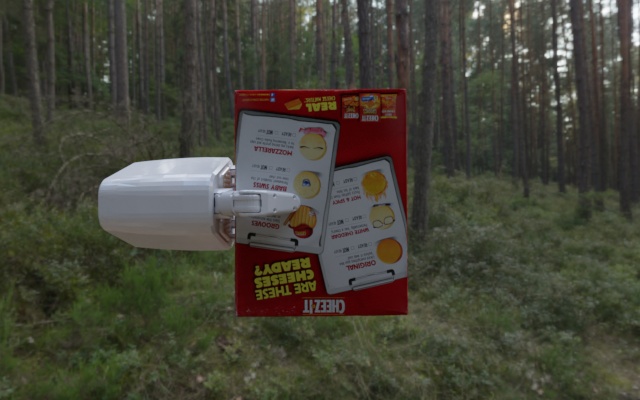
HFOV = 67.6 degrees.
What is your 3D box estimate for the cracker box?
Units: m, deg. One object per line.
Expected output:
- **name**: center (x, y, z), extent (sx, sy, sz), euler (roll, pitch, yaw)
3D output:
- **cracker box**: center (0.000, 0.001, 0.475), extent (0.164, 0.213, 0.072), euler (-1, 0, 1)
